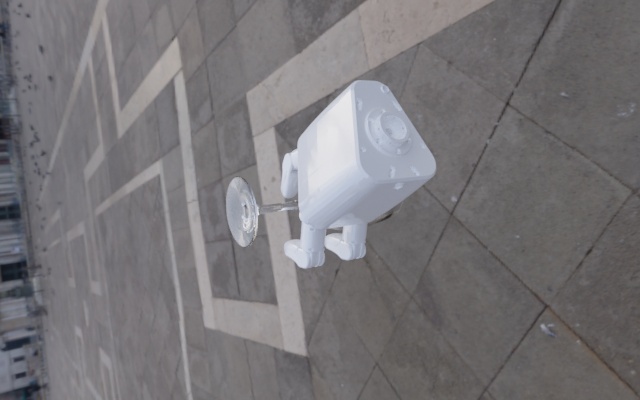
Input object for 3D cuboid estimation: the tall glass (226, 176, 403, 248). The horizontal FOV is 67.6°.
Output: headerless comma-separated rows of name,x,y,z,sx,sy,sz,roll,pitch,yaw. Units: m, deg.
tall glass,-0.001,0.002,0.547,0.201,0.079,0.079,-7,4,-33
